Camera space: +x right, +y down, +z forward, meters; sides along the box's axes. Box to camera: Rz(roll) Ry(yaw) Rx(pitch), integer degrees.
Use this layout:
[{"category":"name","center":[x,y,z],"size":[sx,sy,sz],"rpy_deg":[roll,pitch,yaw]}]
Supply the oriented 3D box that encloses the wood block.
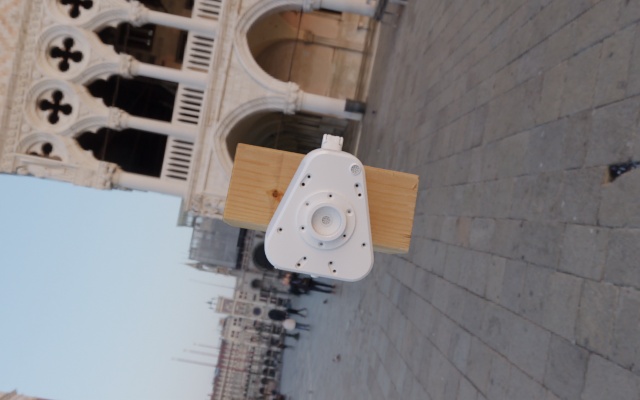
[{"category":"wood block","center":[0.000,0.001,0.566],"size":[0.206,0.091,0.090],"rpy_deg":[10,-7,-3]}]
